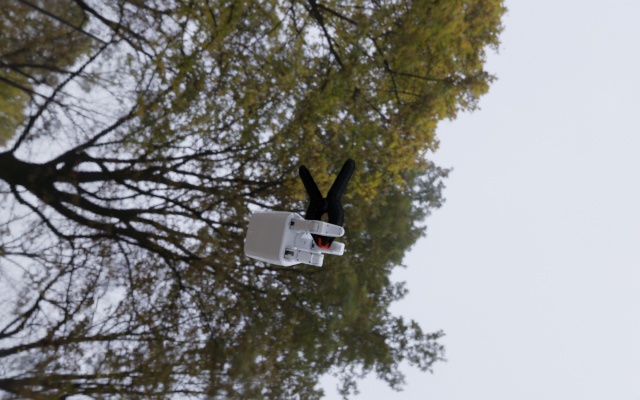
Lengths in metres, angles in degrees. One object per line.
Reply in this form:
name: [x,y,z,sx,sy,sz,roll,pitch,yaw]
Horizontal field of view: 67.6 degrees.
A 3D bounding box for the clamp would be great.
clamp: [0.001,0.003,0.898,0.120,0.171,0.039,4,-11,39]
